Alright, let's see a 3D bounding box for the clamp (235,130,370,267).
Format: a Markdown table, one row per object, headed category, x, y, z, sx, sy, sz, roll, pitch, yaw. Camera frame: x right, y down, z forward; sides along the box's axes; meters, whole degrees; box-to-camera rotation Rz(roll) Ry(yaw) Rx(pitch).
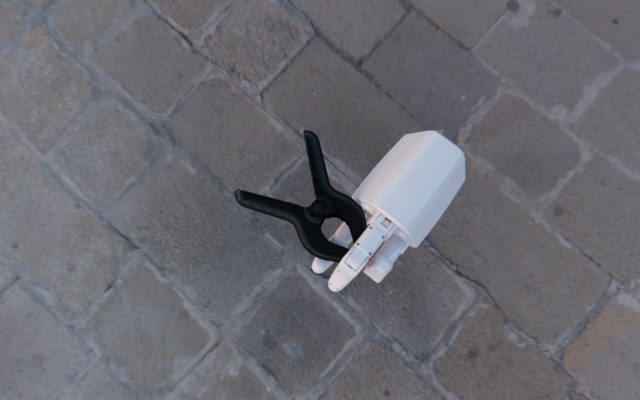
| category | x | y | z | sx | sy | sz | roll | pitch | yaw |
| --- | --- | --- | --- | --- | --- | --- | --- | --- | --- |
| clamp | 0.000 | 0.002 | 0.549 | 0.171 | 0.120 | 0.039 | 38 | -3 | 6 |
